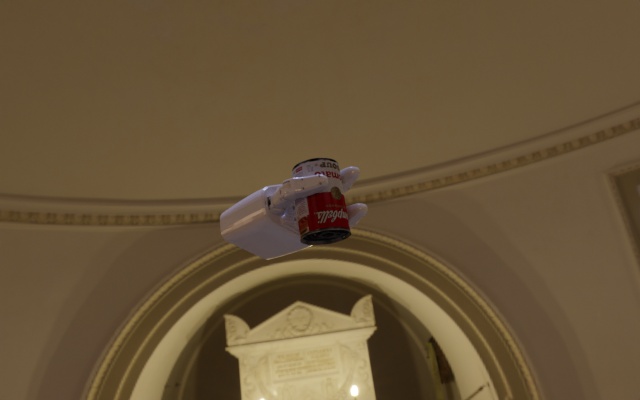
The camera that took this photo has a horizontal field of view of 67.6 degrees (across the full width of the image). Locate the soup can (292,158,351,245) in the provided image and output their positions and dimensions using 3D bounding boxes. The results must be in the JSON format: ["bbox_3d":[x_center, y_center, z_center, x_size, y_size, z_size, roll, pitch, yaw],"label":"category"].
[{"bbox_3d":[0.000,0.002,0.644,0.068,0.102,0.068,-7,-20,-3],"label":"soup can"}]
